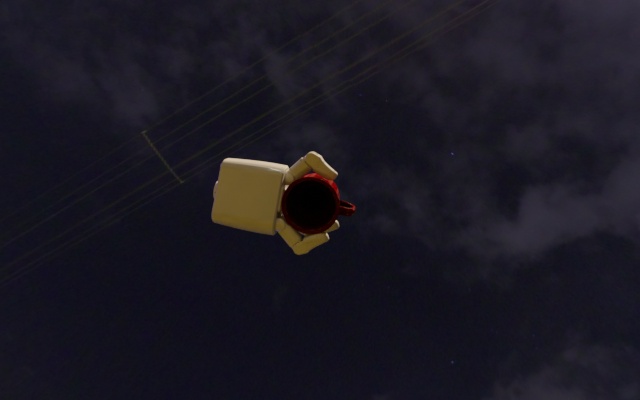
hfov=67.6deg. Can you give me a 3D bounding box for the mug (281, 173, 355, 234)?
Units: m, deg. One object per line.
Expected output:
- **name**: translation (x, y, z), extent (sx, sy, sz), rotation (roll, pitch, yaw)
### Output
- **mug**: translation (0.002, 0.003, 0.787), extent (0.117, 0.093, 0.081), rotation (11, 13, 4)
